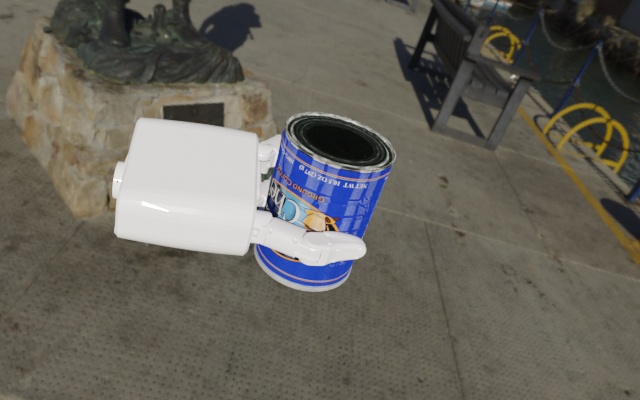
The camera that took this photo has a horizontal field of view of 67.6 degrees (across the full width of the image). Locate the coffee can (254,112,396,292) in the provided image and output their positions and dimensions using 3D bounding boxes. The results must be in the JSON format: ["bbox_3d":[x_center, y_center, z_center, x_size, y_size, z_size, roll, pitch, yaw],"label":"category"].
[{"bbox_3d":[0.000,0.002,0.457,0.103,0.140,0.102,13,32,-8],"label":"coffee can"}]
